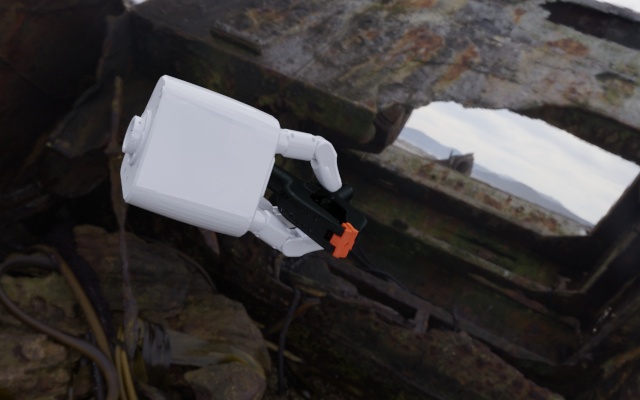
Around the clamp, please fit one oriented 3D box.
[{"bbox_3d":[0.000,0.001,0.505,0.164,0.036,0.210,16,16,-30],"label":"clamp"}]
